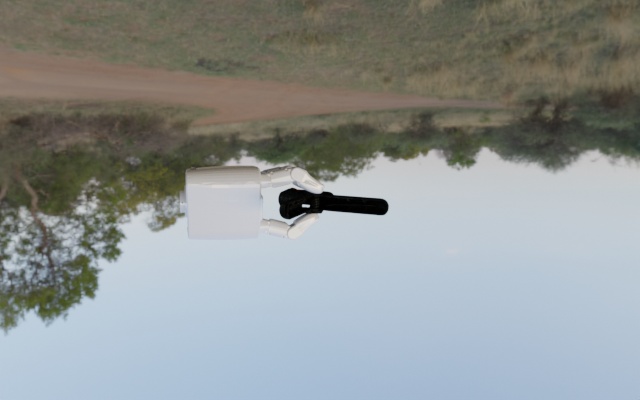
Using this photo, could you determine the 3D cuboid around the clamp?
[{"bbox_3d":[0.000,0.003,0.753,0.164,0.036,0.210,0,6,-15],"label":"clamp"}]
